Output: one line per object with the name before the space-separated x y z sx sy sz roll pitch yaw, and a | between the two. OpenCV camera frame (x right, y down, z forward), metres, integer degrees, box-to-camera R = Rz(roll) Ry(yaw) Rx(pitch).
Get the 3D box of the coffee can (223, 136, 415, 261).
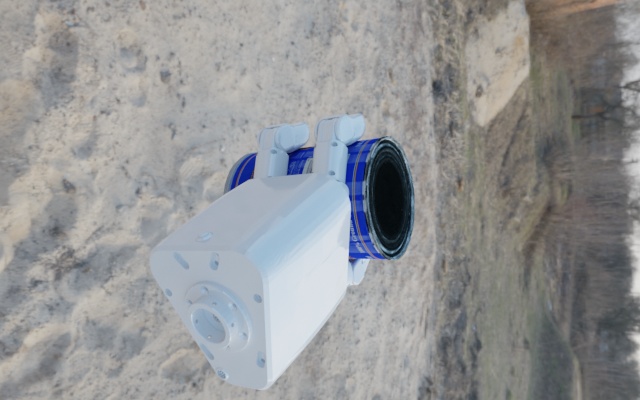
coffee can | 0.000 0.001 0.426 0.140 0.103 0.103 -3 -2 31
